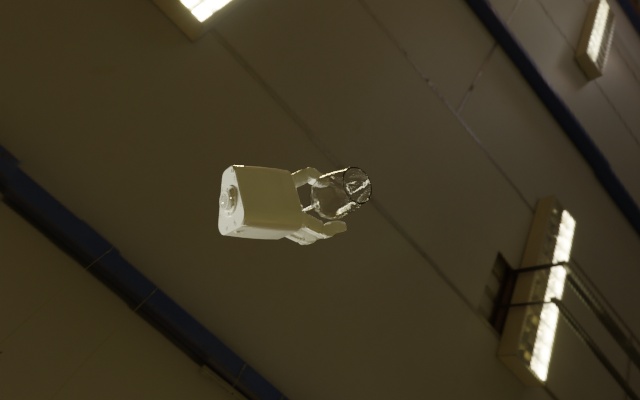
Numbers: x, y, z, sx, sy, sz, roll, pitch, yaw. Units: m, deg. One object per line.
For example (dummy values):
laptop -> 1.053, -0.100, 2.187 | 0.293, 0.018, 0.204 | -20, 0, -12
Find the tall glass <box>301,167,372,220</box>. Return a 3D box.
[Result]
tall glass -> 0.000, 0.003, 0.830 | 0.079, 0.079, 0.201 | 0, -16, -38
